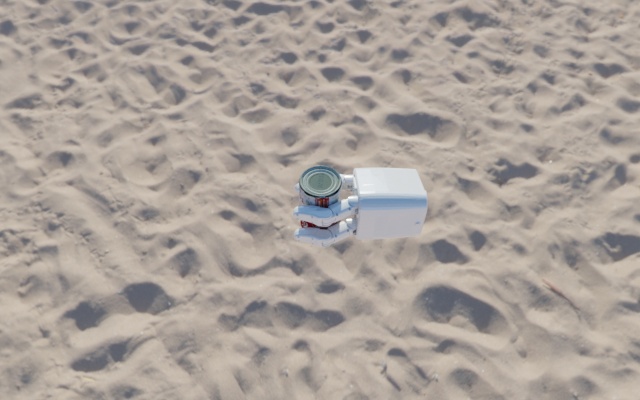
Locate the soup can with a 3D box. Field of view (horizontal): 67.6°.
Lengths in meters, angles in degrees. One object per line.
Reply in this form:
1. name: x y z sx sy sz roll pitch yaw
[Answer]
1. soup can: 0.000 0.002 0.764 0.068 0.068 0.102 0 -40 0
